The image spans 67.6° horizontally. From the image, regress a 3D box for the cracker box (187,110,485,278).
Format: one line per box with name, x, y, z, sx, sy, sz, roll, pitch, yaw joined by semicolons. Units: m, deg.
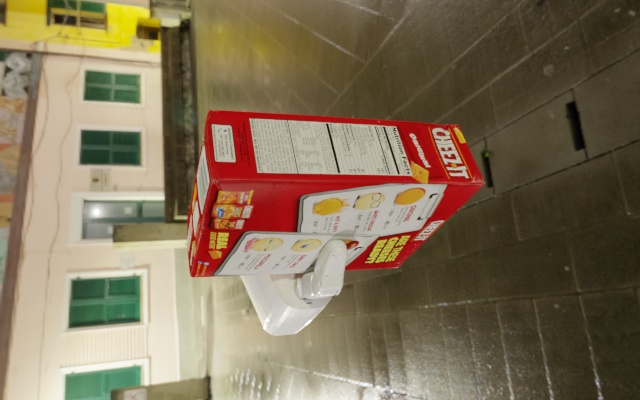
cracker box;0.000;0.002;0.414;0.214;0.072;0.164;-1;-31;-21
